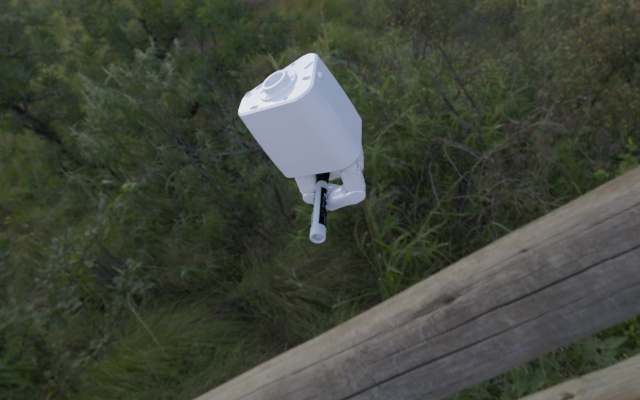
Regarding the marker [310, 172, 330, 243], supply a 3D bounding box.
[{"bbox_3d":[0.000,0.002,0.599,0.020,0.020,0.121,2,45,2],"label":"marker"}]
